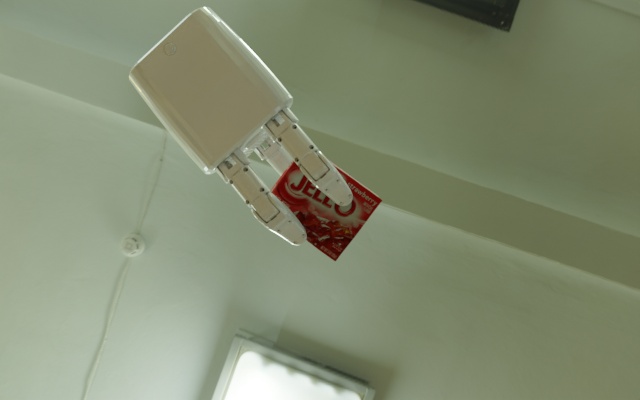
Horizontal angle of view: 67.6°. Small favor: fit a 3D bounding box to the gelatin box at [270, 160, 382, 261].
[{"bbox_3d":[0.000,0.002,0.447,0.089,0.073,0.030,36,7,-8],"label":"gelatin box"}]
